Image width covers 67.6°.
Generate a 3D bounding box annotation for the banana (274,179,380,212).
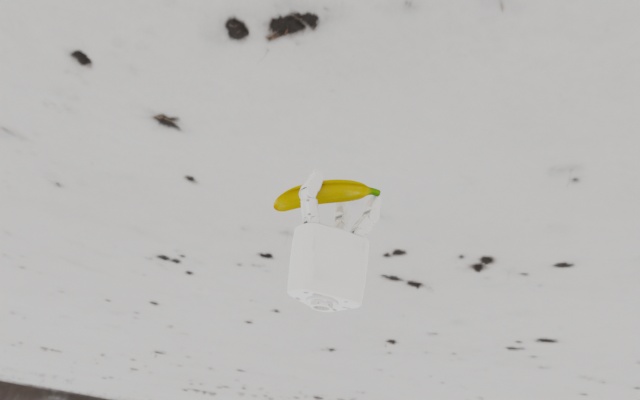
[{"bbox_3d":[-0.004,-0.006,0.801,0.198,0.037,0.070,-6,-28,23],"label":"banana"}]
